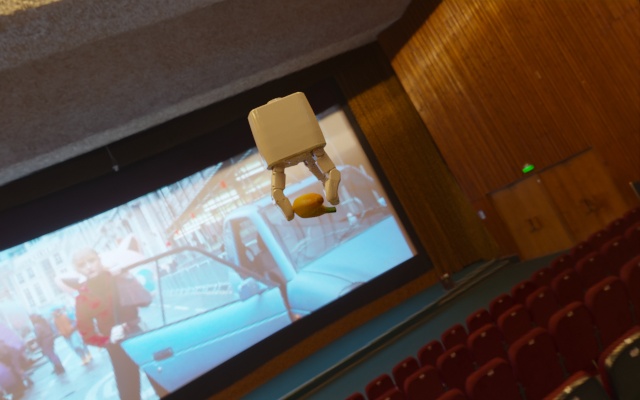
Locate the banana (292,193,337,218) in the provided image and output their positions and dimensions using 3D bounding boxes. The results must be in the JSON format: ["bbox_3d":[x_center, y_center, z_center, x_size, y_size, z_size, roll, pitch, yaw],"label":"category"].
[{"bbox_3d":[-0.017,0.008,0.850,0.069,0.037,0.198,-16,-6,7],"label":"banana"}]
